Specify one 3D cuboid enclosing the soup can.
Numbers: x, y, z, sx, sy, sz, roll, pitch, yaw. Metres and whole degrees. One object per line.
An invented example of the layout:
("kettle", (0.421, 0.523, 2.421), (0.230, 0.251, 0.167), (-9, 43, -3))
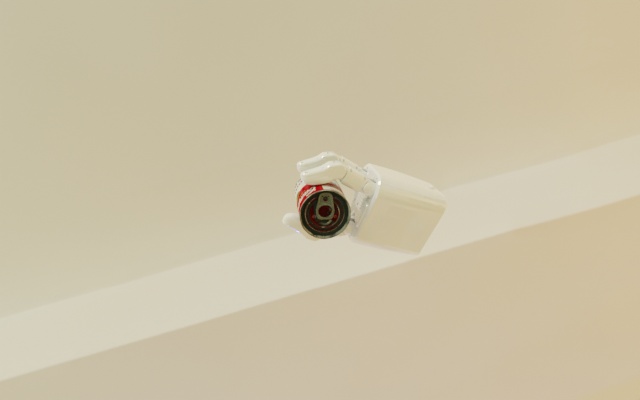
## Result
("soup can", (0.000, 0.002, 0.664), (0.068, 0.068, 0.102), (0, 19, -8))
